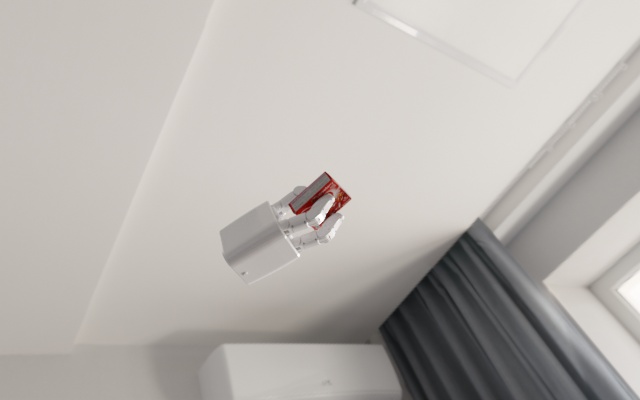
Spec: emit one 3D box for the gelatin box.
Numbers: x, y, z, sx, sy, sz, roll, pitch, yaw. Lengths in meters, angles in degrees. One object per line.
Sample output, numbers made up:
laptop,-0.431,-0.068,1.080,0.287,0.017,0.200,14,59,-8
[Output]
gelatin box,0.000,0.002,0.831,0.073,0.089,0.030,42,8,-47
